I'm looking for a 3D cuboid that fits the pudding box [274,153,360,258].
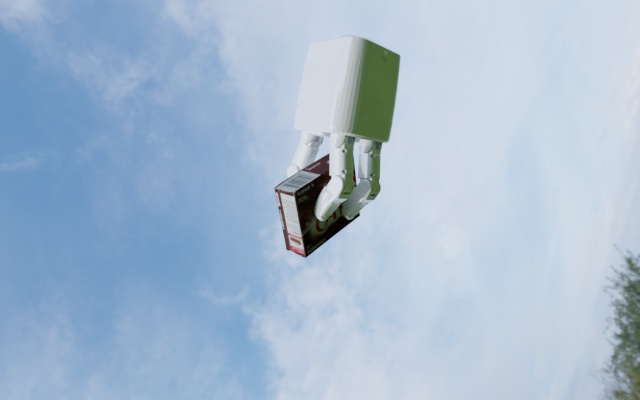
[{"bbox_3d":[0.000,0.002,0.583,0.039,0.090,0.113,17,38,40],"label":"pudding box"}]
